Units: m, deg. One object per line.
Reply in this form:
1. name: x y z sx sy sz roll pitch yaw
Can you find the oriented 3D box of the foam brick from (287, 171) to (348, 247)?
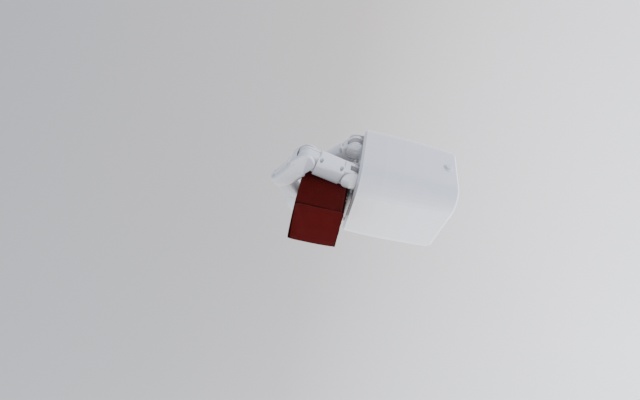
1. foam brick: 0.000 0.002 0.509 0.051 0.053 0.078 14 41 -1
